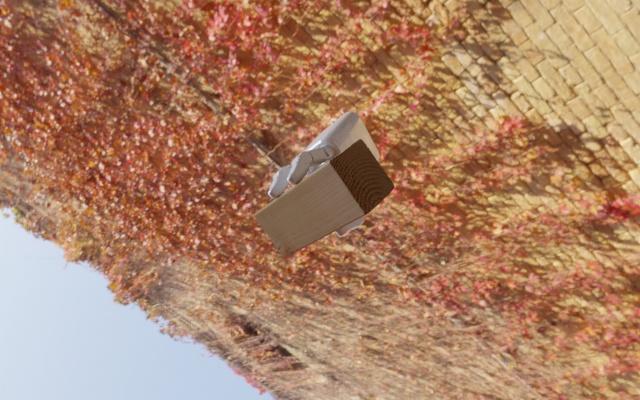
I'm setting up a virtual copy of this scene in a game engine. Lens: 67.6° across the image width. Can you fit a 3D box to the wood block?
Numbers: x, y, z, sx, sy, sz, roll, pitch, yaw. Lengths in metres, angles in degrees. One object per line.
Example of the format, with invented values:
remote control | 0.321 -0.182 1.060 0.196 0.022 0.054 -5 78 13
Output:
wood block | 0.000 0.003 0.740 0.206 0.091 0.090 -33 5 46
